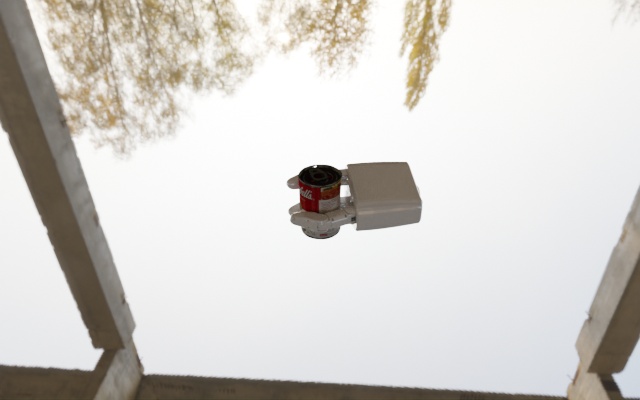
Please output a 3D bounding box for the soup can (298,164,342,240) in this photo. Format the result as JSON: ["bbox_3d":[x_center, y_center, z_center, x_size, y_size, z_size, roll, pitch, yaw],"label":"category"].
[{"bbox_3d":[0.000,0.003,0.759,0.068,0.102,0.068,-1,33,0],"label":"soup can"}]
